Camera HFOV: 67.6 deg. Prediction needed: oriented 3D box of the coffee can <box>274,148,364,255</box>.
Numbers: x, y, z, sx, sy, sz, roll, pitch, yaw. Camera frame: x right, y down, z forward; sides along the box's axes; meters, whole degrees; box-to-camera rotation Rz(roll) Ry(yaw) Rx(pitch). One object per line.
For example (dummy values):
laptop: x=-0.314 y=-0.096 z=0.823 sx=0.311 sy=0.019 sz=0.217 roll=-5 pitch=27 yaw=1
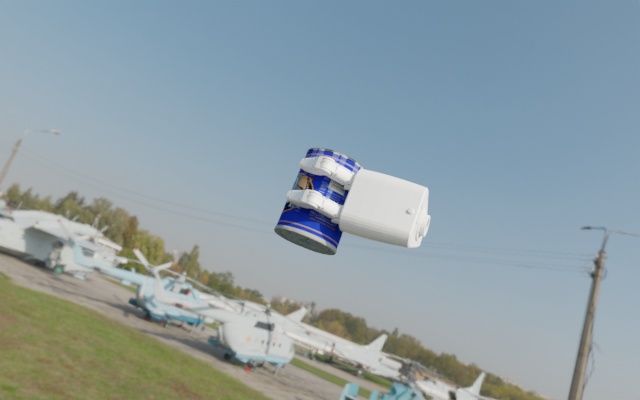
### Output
coffee can: x=0.000 y=0.003 z=0.755 sx=0.103 sy=0.140 sz=0.103 roll=20 pitch=-15 yaw=6
